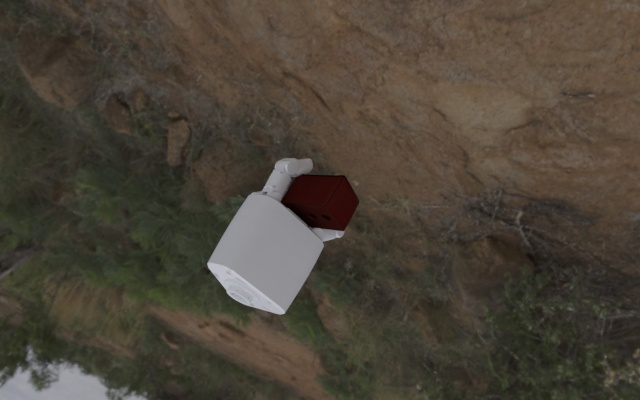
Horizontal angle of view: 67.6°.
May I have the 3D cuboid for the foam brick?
[{"bbox_3d":[0.000,0.002,0.615,0.078,0.051,0.053,4,-38,39],"label":"foam brick"}]
